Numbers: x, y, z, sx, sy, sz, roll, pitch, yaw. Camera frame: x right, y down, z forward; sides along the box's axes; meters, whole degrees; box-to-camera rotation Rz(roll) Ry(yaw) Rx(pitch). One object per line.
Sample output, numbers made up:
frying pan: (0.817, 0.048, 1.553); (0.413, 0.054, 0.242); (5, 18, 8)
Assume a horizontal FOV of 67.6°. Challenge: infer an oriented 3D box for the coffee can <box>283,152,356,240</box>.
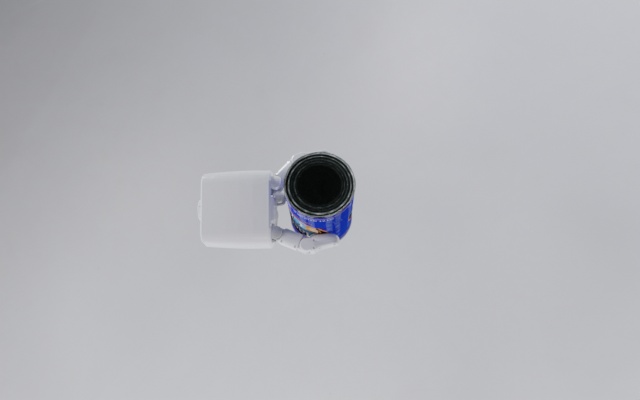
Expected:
coffee can: (0.000, 0.003, 0.736); (0.103, 0.102, 0.140); (0, -22, 1)
